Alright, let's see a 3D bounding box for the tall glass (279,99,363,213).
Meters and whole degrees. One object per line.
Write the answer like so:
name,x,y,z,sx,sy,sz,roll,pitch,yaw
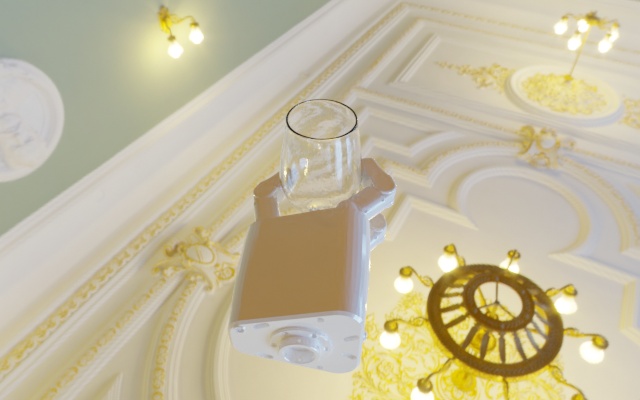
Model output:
tall glass,0.000,0.002,0.476,0.079,0.201,0.079,0,44,0
